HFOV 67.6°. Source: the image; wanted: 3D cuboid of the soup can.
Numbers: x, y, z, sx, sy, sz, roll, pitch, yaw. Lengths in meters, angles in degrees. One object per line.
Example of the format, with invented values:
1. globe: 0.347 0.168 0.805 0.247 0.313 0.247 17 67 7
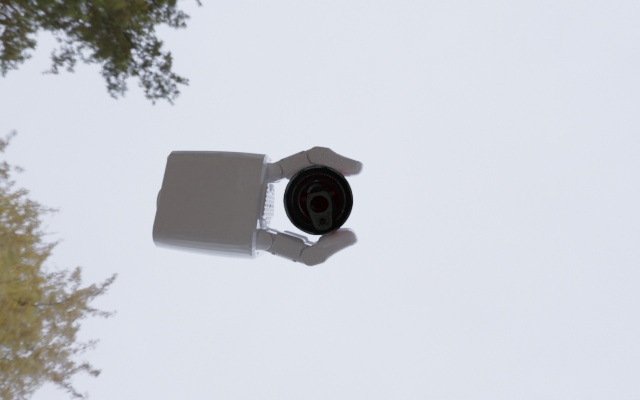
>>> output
1. soup can: 0.001 0.002 0.507 0.068 0.068 0.102 0 -2 3
